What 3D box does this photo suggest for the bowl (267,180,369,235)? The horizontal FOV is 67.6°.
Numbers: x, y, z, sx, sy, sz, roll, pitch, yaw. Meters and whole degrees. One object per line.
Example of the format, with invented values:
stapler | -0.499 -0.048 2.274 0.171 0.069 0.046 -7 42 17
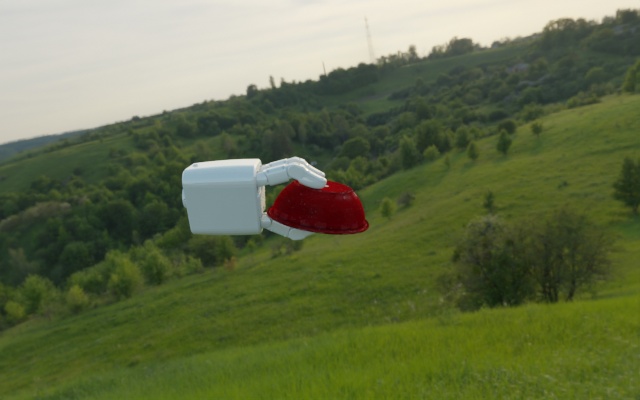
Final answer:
bowl | 0.001 0.002 0.740 0.162 0.055 0.162 8 13 -2
